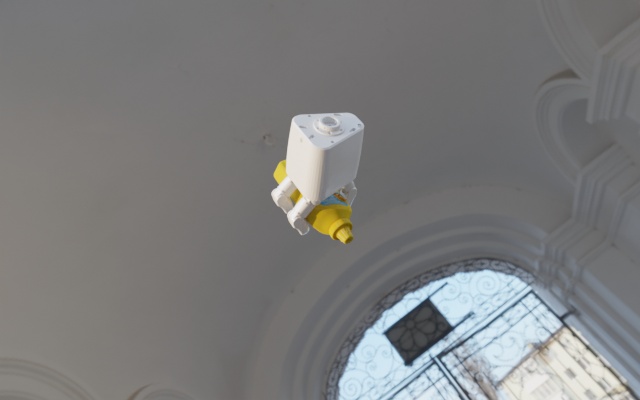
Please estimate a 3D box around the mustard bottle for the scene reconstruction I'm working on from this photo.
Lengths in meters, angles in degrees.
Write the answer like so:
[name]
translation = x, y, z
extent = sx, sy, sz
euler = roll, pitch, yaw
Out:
[mustard bottle]
translation = 0.000, 0.003, 0.836
extent = 0.096, 0.058, 0.191
euler = 3, 38, -43
